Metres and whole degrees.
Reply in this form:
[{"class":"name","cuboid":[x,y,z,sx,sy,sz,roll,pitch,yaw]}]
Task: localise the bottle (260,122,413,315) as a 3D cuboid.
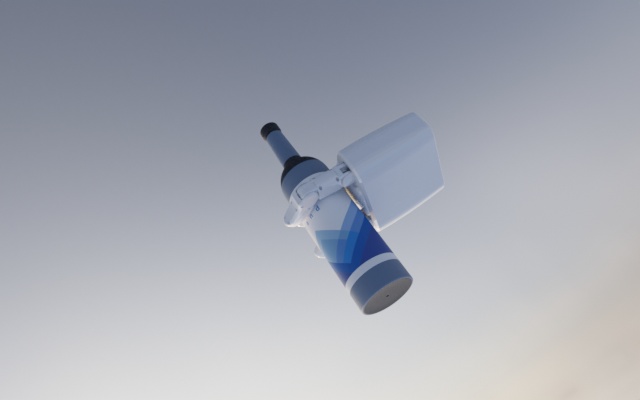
[{"class":"bottle","cuboid":[0.000,0.002,0.590,0.069,0.069,0.295,0,43,-43]}]
